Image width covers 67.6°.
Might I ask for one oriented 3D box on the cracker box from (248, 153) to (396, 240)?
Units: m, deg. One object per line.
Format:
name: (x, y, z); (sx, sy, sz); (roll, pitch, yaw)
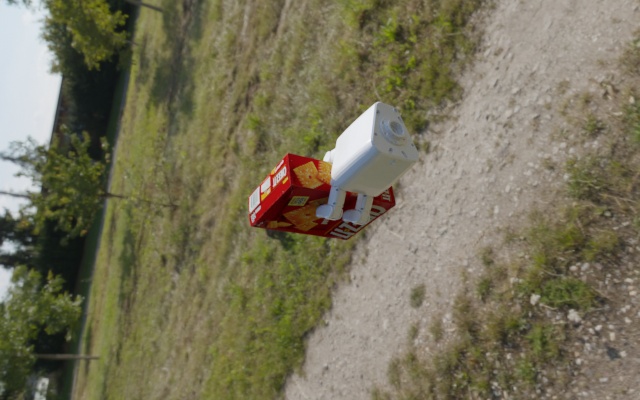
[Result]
cracker box: (0.000, 0.003, 0.857); (0.214, 0.072, 0.164); (11, -32, -30)
